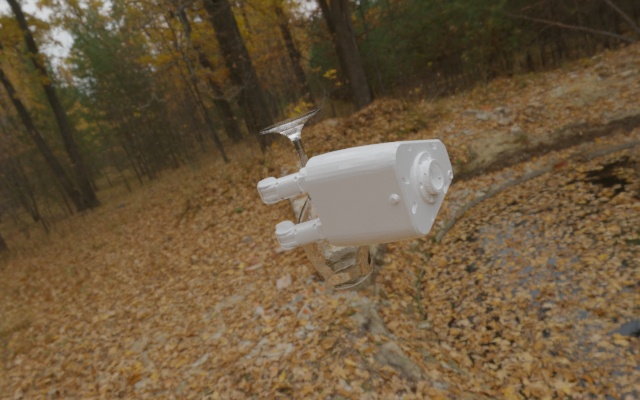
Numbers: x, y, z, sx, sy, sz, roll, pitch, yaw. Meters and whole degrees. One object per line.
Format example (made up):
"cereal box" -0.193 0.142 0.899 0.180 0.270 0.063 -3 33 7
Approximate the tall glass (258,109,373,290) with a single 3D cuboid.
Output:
"tall glass" 0.000 0.001 0.553 0.079 0.201 0.079 -20 14 5
